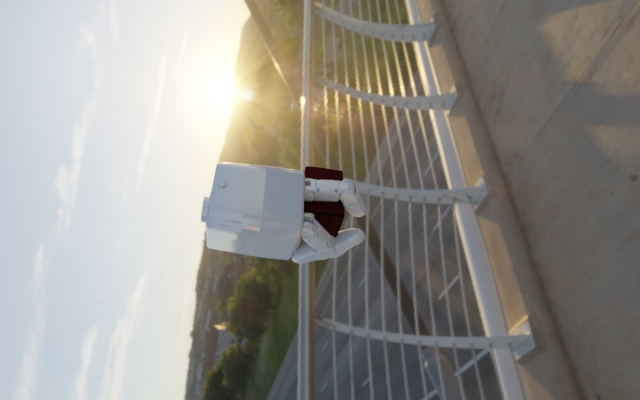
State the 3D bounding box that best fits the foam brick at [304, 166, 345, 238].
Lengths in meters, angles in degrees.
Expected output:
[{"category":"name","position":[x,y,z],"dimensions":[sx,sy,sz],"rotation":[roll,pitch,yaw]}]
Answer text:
[{"category":"foam brick","position":[0.000,0.002,0.620],"dimensions":[0.051,0.078,0.053],"rotation":[7,-40,-9]}]
